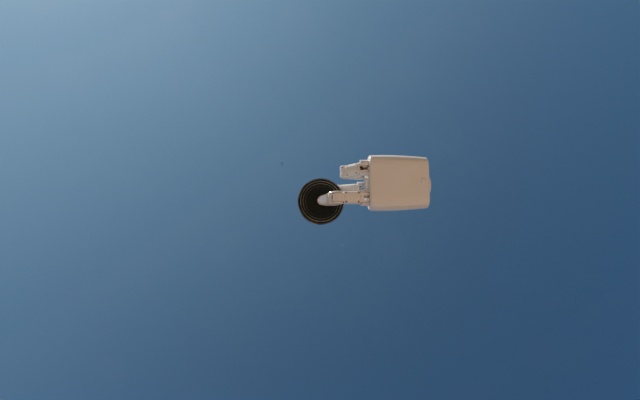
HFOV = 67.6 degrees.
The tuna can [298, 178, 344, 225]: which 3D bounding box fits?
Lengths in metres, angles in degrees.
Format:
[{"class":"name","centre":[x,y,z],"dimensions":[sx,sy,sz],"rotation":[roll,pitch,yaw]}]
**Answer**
[{"class":"tuna can","centre":[0.000,0.003,0.896],"dimensions":[0.086,0.086,0.034],"rotation":[0,-5,-3]}]
